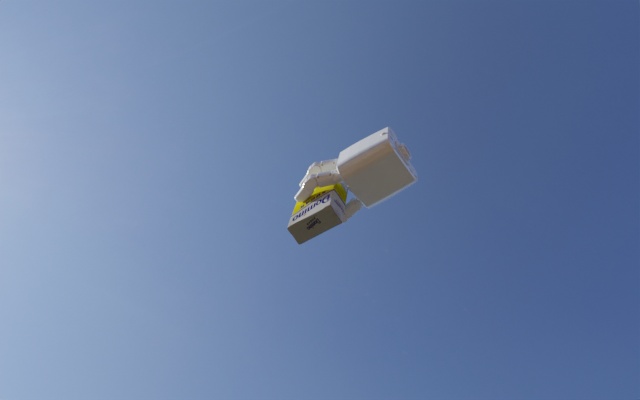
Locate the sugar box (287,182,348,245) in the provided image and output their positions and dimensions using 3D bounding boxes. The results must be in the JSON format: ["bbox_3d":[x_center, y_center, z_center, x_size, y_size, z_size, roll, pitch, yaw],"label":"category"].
[{"bbox_3d":[0.000,0.002,0.881,0.093,0.048,0.176,-29,18,20],"label":"sugar box"}]
